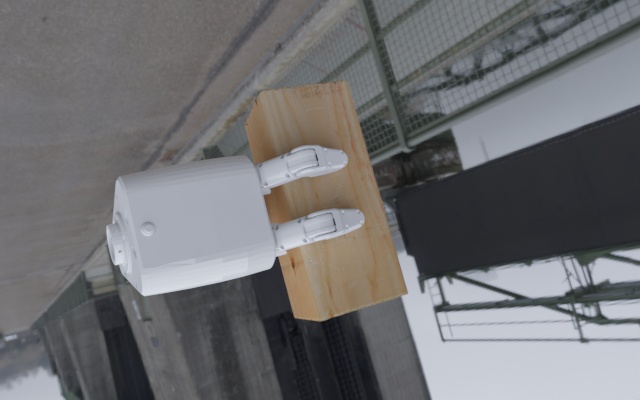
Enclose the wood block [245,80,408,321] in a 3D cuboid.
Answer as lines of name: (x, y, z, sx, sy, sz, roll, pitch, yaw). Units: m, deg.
wood block: (0.000, 0.002, 0.464, 0.090, 0.206, 0.091, -13, -7, -20)
